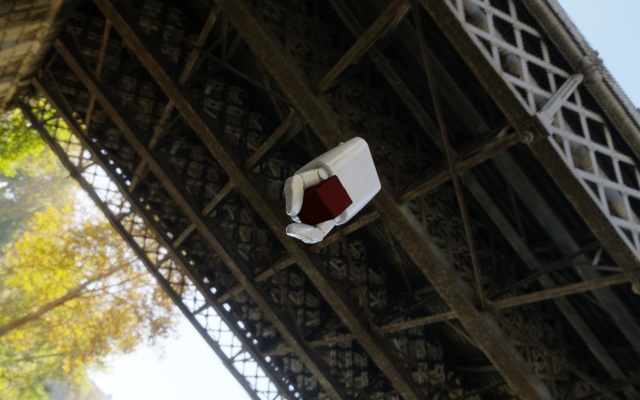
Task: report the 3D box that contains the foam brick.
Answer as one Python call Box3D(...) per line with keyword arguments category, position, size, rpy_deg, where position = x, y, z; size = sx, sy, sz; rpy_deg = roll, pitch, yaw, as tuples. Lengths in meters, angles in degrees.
Box3D(category="foam brick", position=(0.000, 0.002, 0.730), size=(0.051, 0.053, 0.078), rpy_deg=(-38, 10, -37))
